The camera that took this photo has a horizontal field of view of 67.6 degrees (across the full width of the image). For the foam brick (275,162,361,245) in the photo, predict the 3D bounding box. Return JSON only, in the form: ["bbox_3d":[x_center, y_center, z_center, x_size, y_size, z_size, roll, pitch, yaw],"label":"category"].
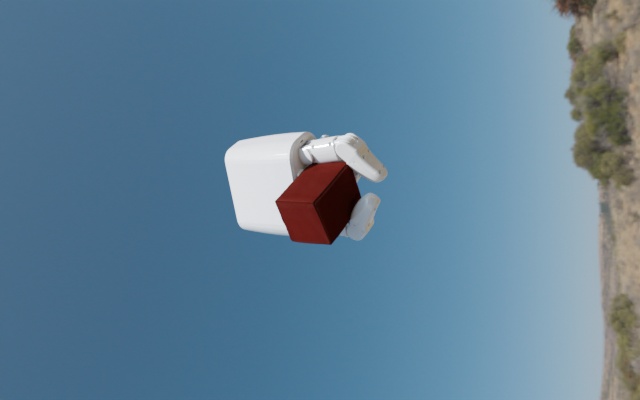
[{"bbox_3d":[0.000,0.002,0.494,0.051,0.053,0.078,1,35,34],"label":"foam brick"}]
